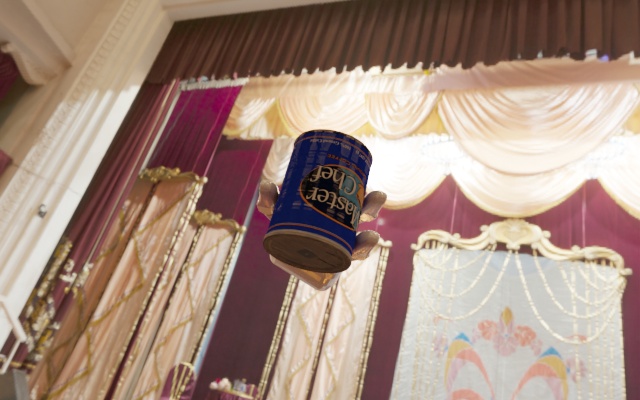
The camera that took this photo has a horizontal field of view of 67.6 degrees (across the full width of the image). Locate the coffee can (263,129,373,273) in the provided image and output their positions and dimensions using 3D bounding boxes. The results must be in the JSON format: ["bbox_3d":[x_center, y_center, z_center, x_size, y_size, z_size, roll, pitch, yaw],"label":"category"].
[{"bbox_3d":[0.000,0.002,0.567,0.103,0.140,0.103,12,-27,6],"label":"coffee can"}]
